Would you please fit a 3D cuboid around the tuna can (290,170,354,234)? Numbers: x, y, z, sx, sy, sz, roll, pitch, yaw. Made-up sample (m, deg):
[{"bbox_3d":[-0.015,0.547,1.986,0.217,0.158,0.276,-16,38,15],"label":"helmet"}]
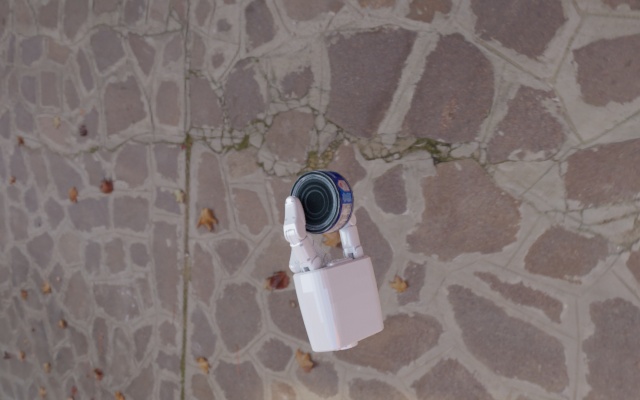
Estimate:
[{"bbox_3d":[0.000,0.002,0.639,0.086,0.086,0.034,0,1,36],"label":"tuna can"}]
